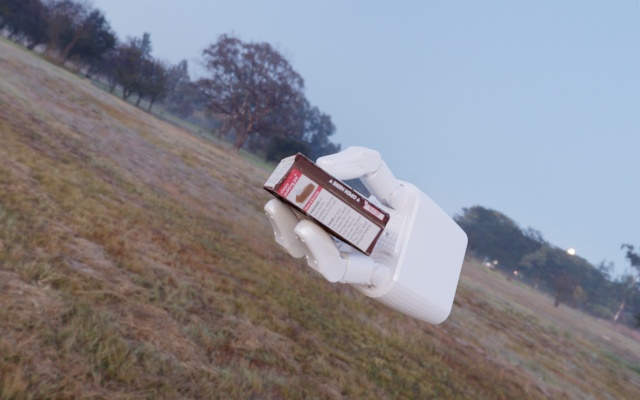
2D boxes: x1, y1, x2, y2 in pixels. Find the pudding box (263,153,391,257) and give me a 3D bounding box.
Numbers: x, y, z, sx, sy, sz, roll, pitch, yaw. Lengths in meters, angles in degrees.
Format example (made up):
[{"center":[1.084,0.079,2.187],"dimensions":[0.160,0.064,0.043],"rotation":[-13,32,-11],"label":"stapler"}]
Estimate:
[{"center":[0.000,0.001,0.401],"dimensions":[0.090,0.039,0.113],"rotation":[33,-6,-10],"label":"pudding box"}]
